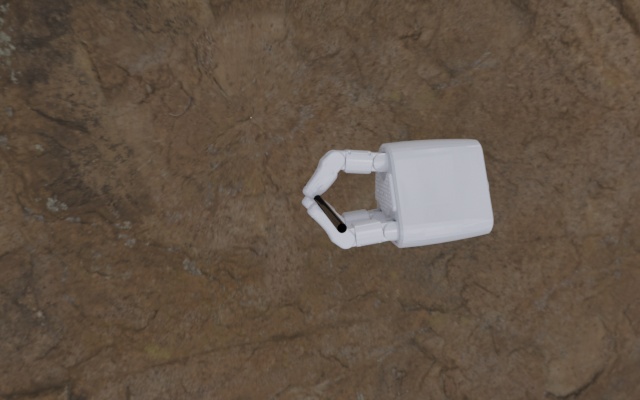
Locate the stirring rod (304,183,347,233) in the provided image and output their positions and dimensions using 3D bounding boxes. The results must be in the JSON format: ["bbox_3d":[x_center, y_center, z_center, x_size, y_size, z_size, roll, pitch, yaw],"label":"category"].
[{"bbox_3d":[0.000,0.002,0.493,0.011,0.011,0.239,0,10,-8],"label":"stirring rod"}]
